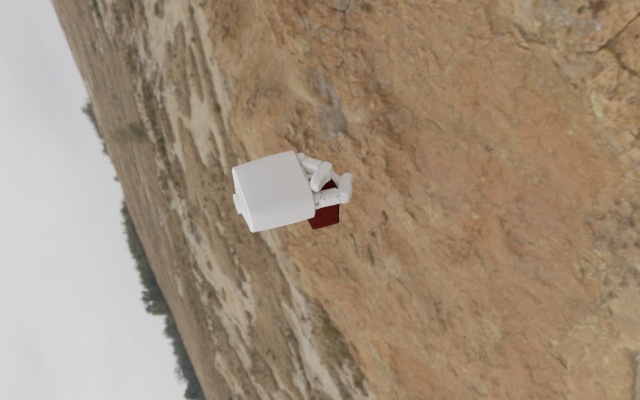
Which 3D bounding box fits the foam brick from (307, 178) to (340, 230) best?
[{"bbox_3d":[0.000,0.003,0.829,0.051,0.078,0.053,-16,46,-16],"label":"foam brick"}]
